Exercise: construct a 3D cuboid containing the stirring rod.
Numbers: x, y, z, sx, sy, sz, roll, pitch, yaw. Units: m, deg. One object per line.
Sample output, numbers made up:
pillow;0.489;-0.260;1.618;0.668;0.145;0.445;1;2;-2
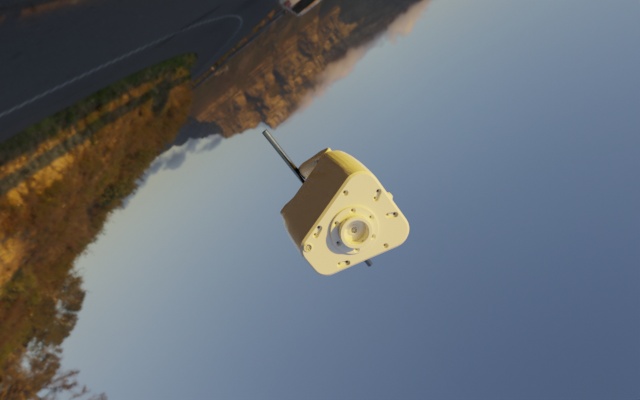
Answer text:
stirring rod;0.000;0.002;0.639;0.011;0.239;0.011;-34;20;14
